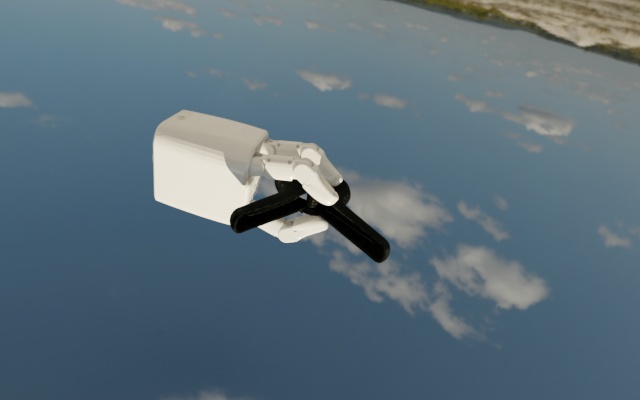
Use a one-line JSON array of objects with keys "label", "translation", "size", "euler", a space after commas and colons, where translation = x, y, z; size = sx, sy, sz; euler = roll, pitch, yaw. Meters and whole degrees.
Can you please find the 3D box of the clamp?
[{"label": "clamp", "translation": [0.000, 0.002, 0.558], "size": [0.164, 0.036, 0.210], "euler": [16, 25, 0]}]
